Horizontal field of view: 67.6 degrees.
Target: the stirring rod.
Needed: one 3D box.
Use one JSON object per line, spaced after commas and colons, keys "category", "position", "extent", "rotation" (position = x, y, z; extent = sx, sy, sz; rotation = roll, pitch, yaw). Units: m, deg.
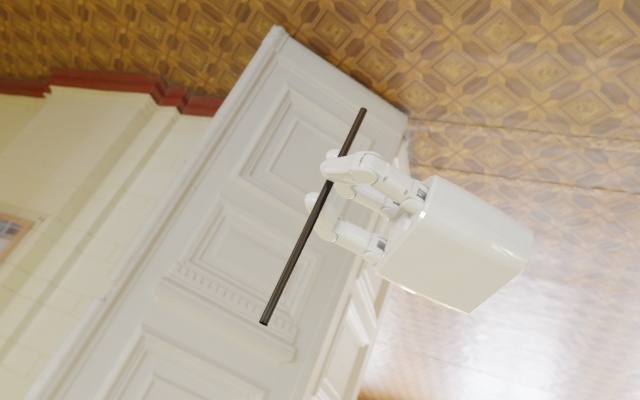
{"category": "stirring rod", "position": [0.000, 0.001, 0.430], "extent": [0.011, 0.239, 0.011], "rotation": [18, -31, 11]}
